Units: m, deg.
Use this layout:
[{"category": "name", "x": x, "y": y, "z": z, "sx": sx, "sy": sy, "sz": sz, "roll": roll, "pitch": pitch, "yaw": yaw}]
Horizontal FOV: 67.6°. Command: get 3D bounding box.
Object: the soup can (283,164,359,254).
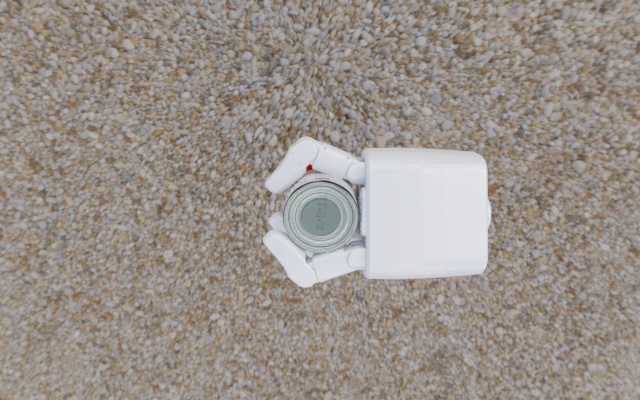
[{"category": "soup can", "x": 0.000, "y": 0.001, "z": 0.455, "sx": 0.068, "sy": 0.068, "sz": 0.102, "roll": 0, "pitch": 16, "yaw": -1}]
